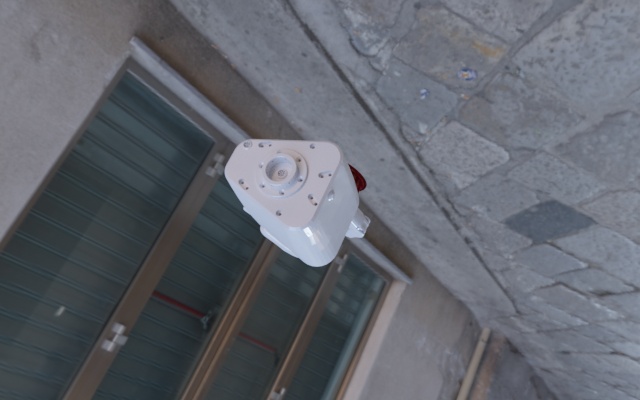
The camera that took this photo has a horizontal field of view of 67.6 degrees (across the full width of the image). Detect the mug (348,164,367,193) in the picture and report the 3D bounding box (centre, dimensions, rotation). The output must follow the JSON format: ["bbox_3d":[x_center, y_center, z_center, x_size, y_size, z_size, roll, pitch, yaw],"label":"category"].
[{"bbox_3d":[0.000,0.003,0.594,0.093,0.081,0.117,20,-18,20],"label":"mug"}]
